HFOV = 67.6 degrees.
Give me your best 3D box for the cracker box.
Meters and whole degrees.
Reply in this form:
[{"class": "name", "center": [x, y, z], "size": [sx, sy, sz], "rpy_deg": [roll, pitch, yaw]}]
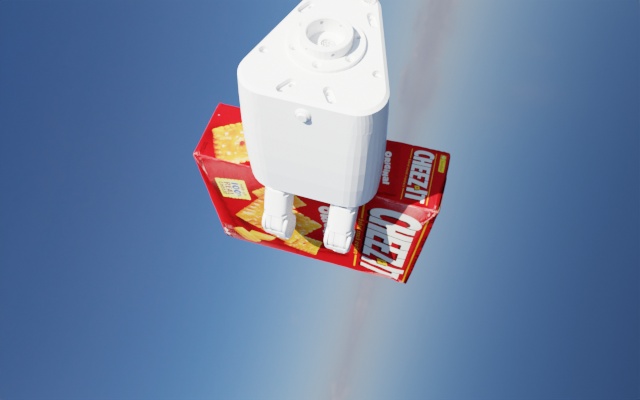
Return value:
[{"class": "cracker box", "center": [0.000, 0.001, 0.474], "size": [0.213, 0.072, 0.164], "rpy_deg": [14, -29, 8]}]
